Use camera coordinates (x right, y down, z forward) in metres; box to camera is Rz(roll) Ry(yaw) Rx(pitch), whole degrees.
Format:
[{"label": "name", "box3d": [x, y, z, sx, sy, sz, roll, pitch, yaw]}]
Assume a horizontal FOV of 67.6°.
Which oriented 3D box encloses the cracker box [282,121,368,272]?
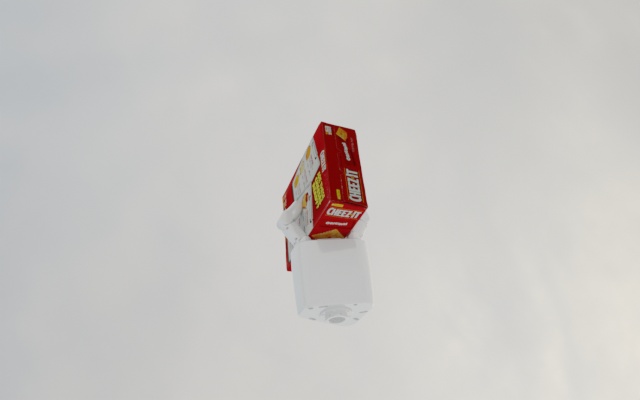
[{"label": "cracker box", "box3d": [0.000, 0.003, 0.806, 0.072, 0.164, 0.214, 9, -38, -20]}]
